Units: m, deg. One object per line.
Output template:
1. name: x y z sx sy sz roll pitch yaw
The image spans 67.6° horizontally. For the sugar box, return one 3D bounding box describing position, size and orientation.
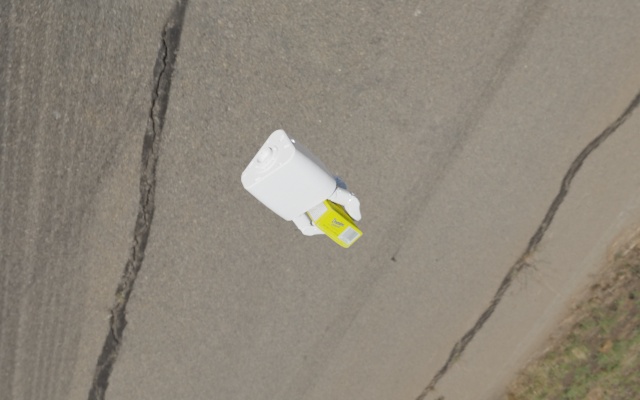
1. sugar box: 0.000 0.002 0.855 0.093 0.048 0.176 39 12 -40
